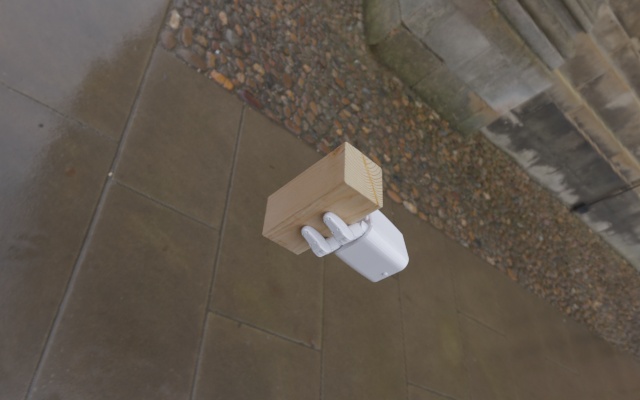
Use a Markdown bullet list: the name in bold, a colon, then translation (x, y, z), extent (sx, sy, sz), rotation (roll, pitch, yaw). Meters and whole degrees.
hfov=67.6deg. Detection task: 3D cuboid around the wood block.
- **wood block**: translation (0.001, 0.003, 0.826), extent (0.090, 0.090, 0.206), rotation (33, -47, -30)
